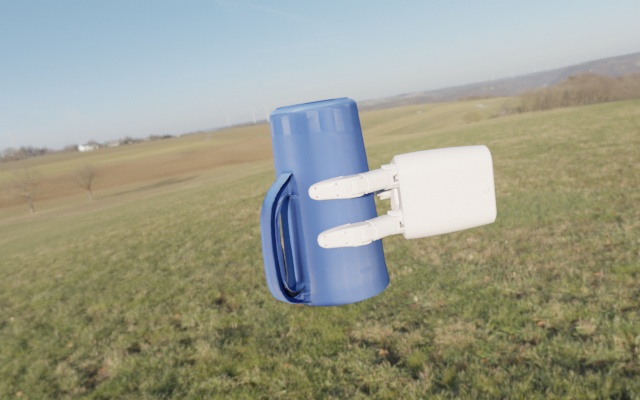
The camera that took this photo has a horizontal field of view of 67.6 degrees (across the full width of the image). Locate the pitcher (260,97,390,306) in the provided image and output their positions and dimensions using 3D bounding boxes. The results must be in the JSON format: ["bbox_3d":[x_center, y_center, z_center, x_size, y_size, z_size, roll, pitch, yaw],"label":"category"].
[{"bbox_3d":[0.000,0.002,0.592,0.145,0.243,0.149,-8,10,2],"label":"pitcher"}]
